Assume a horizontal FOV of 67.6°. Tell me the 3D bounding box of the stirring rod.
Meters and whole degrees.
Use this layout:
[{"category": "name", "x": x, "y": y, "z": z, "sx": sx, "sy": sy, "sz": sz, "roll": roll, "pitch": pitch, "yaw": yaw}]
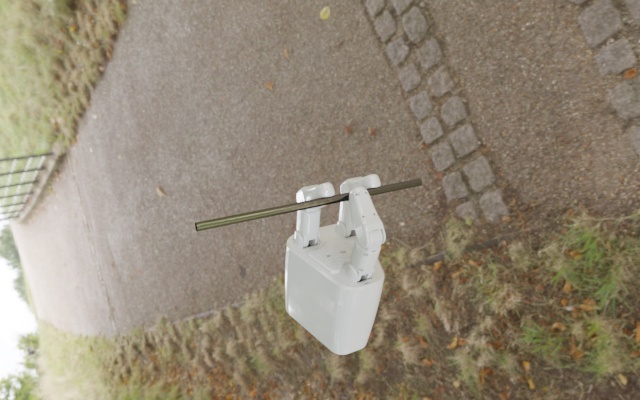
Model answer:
[{"category": "stirring rod", "x": 0.000, "y": 0.002, "z": 0.460, "sx": 0.239, "sy": 0.011, "sz": 0.011, "roll": -11, "pitch": 5, "yaw": -26}]
